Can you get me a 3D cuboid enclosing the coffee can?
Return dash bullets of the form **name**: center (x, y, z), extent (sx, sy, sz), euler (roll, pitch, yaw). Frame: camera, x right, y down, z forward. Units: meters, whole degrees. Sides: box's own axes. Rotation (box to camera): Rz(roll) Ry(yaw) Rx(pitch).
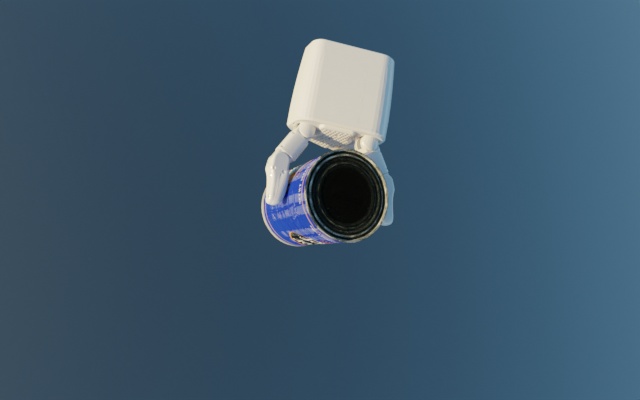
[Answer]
- **coffee can**: center (0.000, 0.002, 0.573), extent (0.103, 0.103, 0.140), euler (0, -6, -26)
